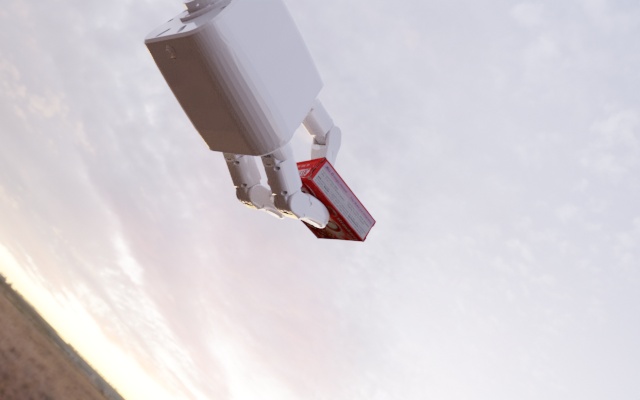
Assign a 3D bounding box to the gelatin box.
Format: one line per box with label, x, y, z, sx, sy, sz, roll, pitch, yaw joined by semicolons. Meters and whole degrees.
gelatin box;0.001;0.001;0.465;0.073;0.030;0.089;-2;-45;53
